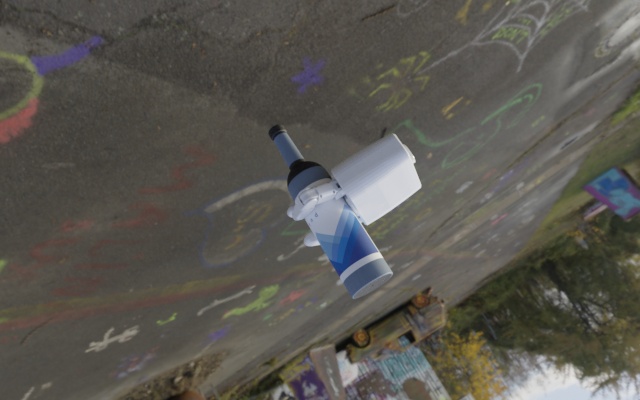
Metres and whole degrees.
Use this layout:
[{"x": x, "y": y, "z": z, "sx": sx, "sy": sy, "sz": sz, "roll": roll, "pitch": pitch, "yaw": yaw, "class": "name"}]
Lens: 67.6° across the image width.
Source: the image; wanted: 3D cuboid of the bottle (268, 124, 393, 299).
[{"x": 0.000, "y": 0.003, "z": 0.715, "sx": 0.069, "sy": 0.295, "sz": 0.069, "roll": -27, "pitch": -22, "yaw": -12, "class": "bottle"}]
